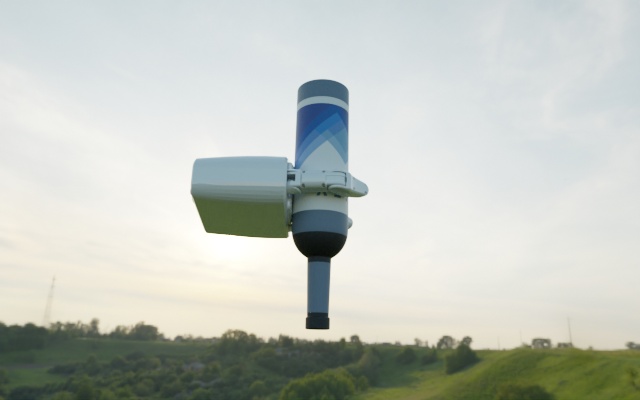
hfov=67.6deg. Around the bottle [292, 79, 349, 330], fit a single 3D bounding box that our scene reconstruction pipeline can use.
[{"bbox_3d":[0.000,0.002,0.570,0.069,0.295,0.069,1,-17,0],"label":"bottle"}]
